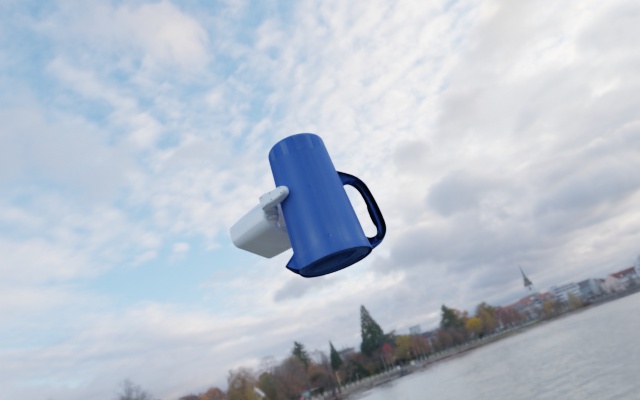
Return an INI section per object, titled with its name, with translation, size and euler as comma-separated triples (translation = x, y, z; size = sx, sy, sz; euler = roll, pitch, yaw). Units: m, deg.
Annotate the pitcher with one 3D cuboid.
[pitcher]
translation = 0.000, 0.003, 0.848
size = 0.145, 0.242, 0.149
euler = -34, -25, 34
